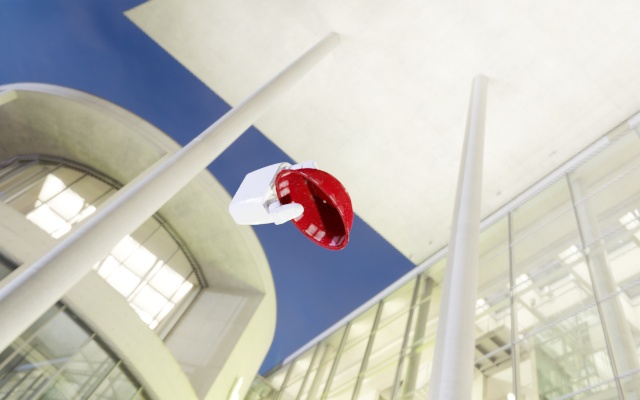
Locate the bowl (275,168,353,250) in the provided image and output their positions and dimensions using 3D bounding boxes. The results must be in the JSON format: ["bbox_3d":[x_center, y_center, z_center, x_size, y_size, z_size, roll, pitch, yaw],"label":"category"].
[{"bbox_3d":[0.001,0.003,0.787,0.055,0.162,0.162,-41,22,-28],"label":"bowl"}]
